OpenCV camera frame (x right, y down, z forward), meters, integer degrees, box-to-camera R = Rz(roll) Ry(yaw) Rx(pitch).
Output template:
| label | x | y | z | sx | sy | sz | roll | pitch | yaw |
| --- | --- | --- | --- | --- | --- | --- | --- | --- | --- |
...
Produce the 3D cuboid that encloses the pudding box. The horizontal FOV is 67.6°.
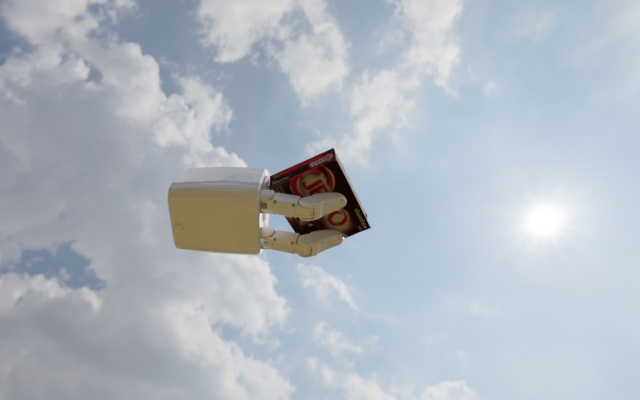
| label | x | y | z | sx | sy | sz | roll | pitch | yaw |
| --- | --- | --- | --- | --- | --- | --- | --- | --- | --- |
| pudding box | 0.000 | 0.002 | 0.597 | 0.090 | 0.113 | 0.039 | -23 | 32 | 11 |
